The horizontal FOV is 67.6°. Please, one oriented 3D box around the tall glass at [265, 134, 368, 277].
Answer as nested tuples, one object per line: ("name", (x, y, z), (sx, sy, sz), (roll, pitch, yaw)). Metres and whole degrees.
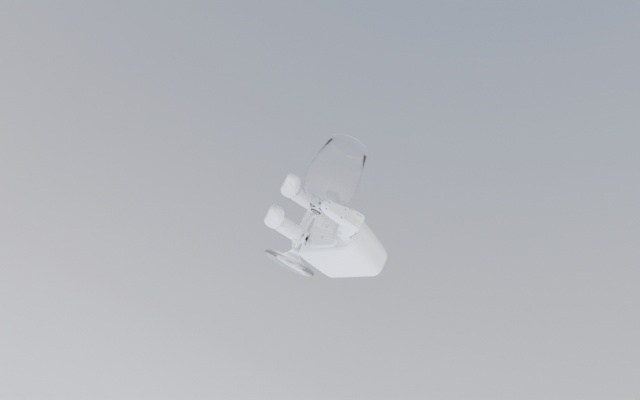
("tall glass", (0.000, 0.003, 0.680), (0.079, 0.201, 0.079), (24, -19, 9))
